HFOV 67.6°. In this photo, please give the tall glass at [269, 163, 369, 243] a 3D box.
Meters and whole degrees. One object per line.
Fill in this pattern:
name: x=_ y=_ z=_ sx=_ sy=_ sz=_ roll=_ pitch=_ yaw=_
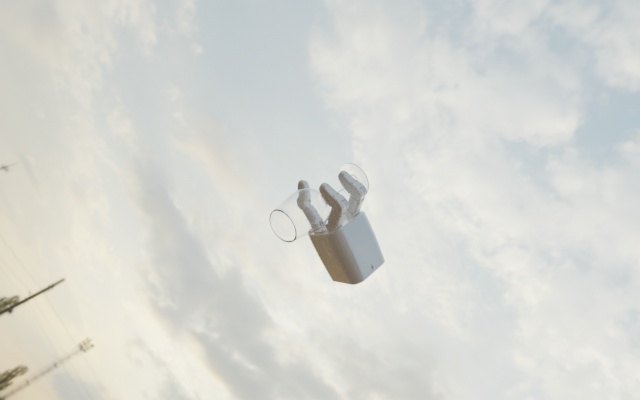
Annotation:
tall glass: x=0.000 y=0.002 z=0.860 sx=0.079 sy=0.079 sz=0.201 roll=0 pitch=24 yaw=45
